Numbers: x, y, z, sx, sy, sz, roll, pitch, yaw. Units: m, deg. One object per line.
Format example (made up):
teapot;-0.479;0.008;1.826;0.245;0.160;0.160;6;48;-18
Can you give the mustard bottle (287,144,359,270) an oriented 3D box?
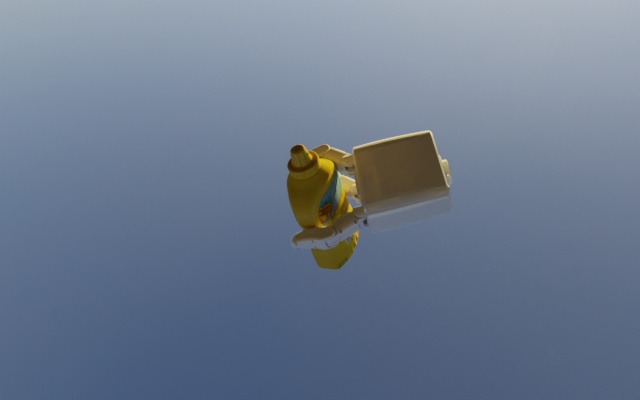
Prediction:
mustard bottle;0.000;0.002;0.639;0.058;0.096;0.192;5;-40;26
